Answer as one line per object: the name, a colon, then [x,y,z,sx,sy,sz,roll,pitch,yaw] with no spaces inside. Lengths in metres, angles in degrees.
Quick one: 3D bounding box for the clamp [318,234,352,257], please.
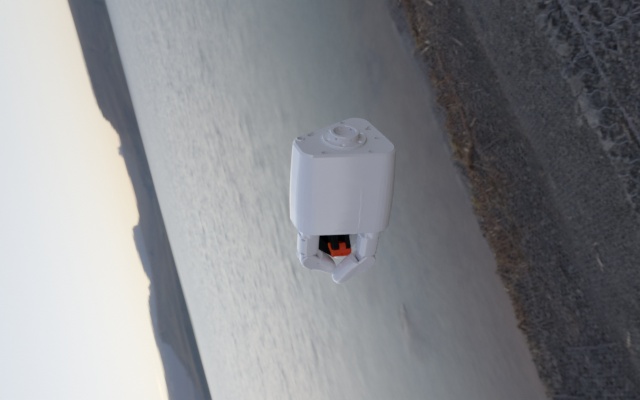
clamp: [0.000,0.002,0.652,0.039,0.120,0.171,-11,38,-22]
